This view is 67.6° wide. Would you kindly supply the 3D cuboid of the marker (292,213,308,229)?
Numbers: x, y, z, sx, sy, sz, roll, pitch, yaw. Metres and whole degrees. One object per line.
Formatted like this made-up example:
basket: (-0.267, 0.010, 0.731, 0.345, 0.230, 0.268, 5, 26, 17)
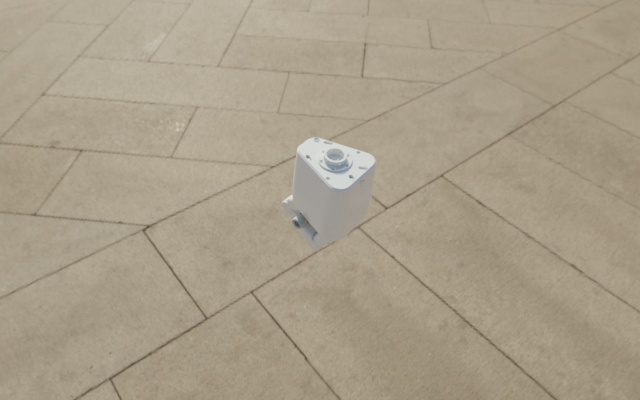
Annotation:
marker: (0.000, 0.003, 0.759, 0.020, 0.020, 0.121, 0, 34, 47)
